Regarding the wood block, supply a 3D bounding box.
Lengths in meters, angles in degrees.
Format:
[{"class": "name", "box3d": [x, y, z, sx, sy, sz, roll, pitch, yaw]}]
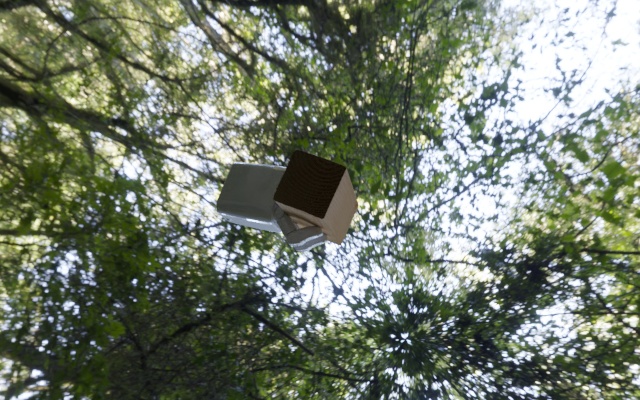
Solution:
[{"class": "wood block", "box3d": [0.000, 0.002, 0.818, 0.090, 0.091, 0.206, 20, -11, 15]}]
